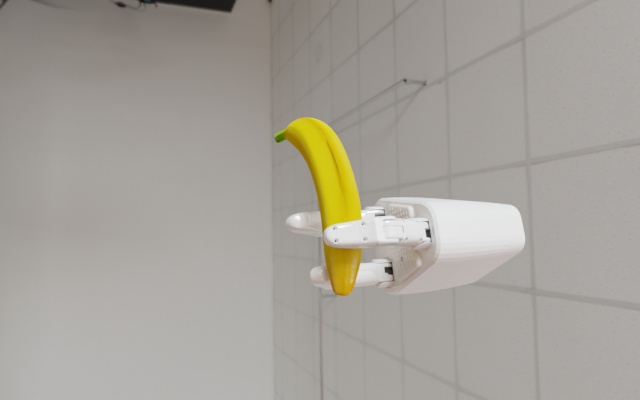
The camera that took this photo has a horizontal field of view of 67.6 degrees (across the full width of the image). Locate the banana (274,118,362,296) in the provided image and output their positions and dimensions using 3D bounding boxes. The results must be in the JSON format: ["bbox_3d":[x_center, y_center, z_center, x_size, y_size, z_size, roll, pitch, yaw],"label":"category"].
[{"bbox_3d":[0.005,-0.013,0.440,0.037,0.197,0.070,-2,-38,-26],"label":"banana"}]
